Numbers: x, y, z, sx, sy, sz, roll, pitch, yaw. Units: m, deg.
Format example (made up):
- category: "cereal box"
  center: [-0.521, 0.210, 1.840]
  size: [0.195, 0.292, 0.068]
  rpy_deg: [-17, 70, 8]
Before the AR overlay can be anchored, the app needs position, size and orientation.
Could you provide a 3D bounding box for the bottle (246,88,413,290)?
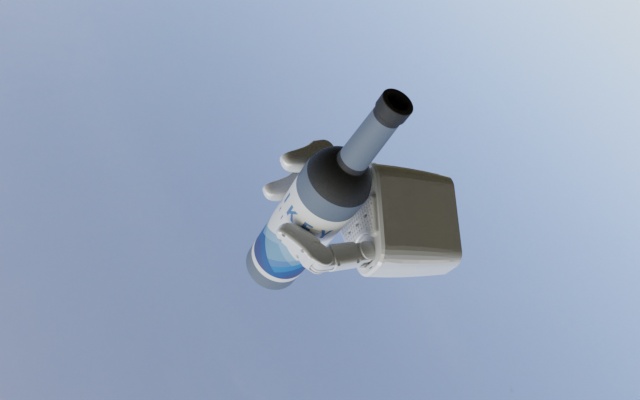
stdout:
- category: "bottle"
  center: [0.000, 0.002, 0.473]
  size: [0.069, 0.069, 0.296]
  rpy_deg: [0, -32, -28]
